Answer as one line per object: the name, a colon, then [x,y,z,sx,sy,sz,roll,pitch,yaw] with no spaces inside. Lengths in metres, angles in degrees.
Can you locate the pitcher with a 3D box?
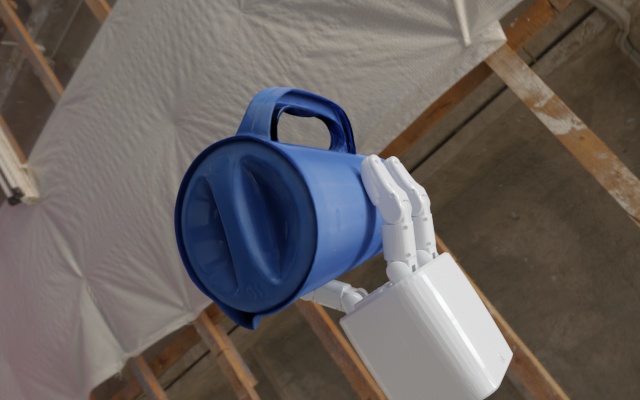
pitcher: [0.000,0.002,0.442,0.149,0.145,0.243,-42,-16,26]
